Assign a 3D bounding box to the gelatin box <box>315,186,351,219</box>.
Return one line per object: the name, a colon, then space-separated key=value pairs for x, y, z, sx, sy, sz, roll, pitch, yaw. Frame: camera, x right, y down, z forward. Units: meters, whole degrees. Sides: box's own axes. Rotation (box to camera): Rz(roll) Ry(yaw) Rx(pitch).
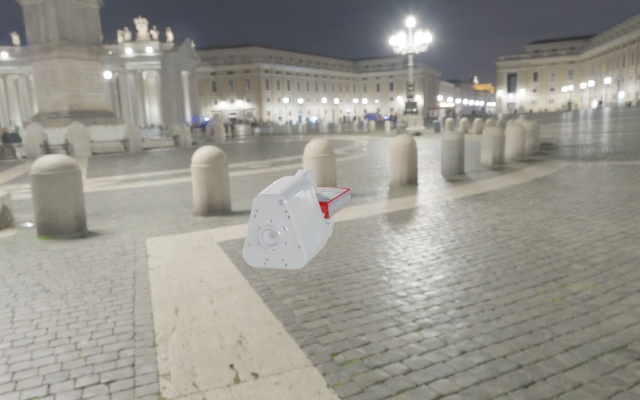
gelatin box: x=0.000 y=0.002 z=0.799 sx=0.073 sy=0.030 sz=0.089 roll=4 pitch=20 yaw=28
